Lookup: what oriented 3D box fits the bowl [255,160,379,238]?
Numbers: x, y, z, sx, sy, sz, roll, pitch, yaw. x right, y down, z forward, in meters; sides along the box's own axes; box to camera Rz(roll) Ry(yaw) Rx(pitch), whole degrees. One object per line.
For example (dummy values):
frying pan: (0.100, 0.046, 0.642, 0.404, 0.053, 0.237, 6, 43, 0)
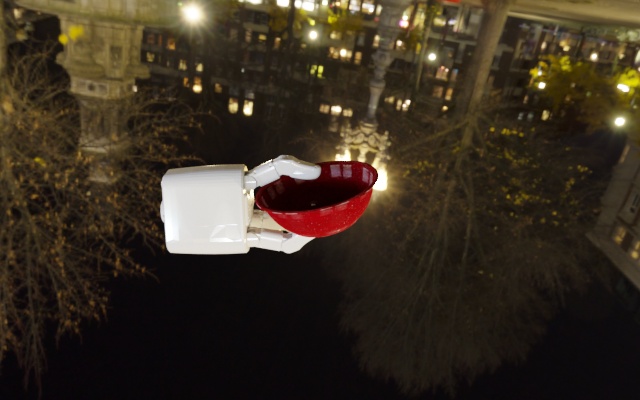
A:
bowl: (0.001, 0.002, 0.622, 0.162, 0.055, 0.162, -11, 23, 5)
